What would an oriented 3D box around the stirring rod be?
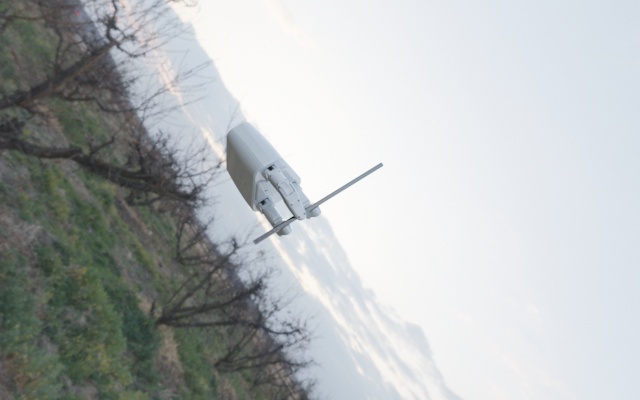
[{"bbox_3d":[0.000,0.002,0.744,0.239,0.011,0.011,-32,8,-13],"label":"stirring rod"}]
